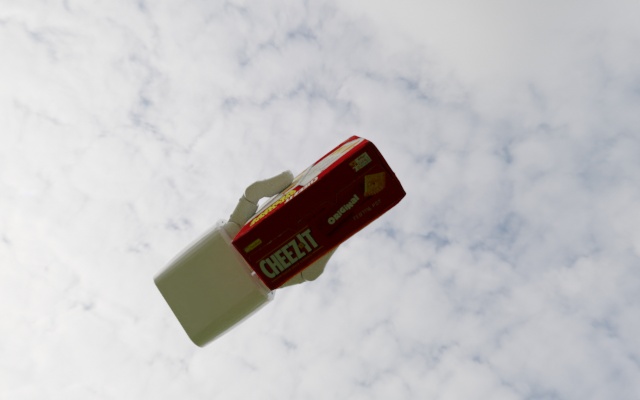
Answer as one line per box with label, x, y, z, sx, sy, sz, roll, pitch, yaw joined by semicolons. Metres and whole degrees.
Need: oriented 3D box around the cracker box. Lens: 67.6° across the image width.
cracker box;0.000;0.002;0.547;0.164;0.072;0.213;-37;7;6
